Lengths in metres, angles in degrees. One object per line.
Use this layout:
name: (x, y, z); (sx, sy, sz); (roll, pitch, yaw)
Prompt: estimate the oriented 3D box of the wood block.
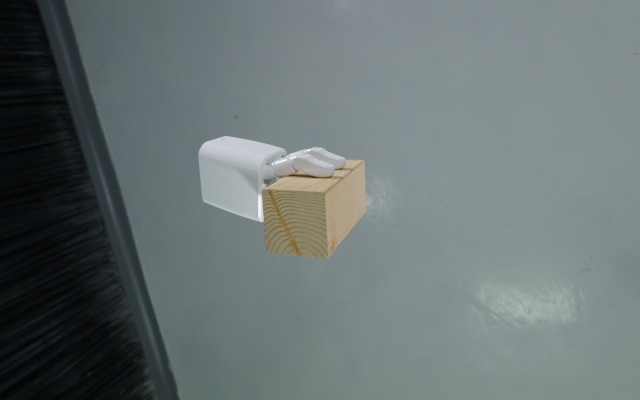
wood block: (0.000, 0.003, 0.705); (0.090, 0.091, 0.206); (3, 17, 19)
